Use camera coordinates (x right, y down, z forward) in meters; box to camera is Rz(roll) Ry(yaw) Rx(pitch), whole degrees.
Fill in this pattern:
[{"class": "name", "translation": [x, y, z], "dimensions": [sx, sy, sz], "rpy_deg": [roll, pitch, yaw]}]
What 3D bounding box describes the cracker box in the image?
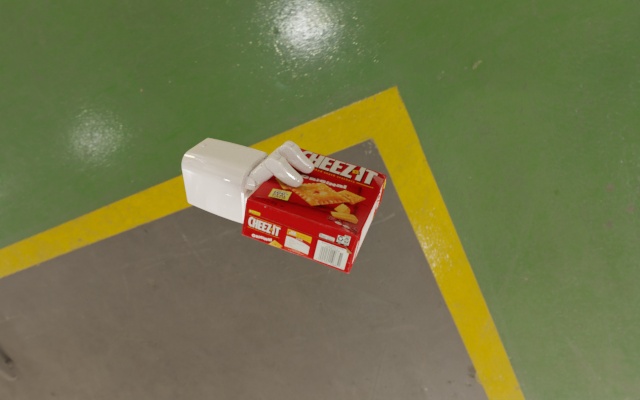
[{"class": "cracker box", "translation": [0.000, 0.003, 0.734], "dimensions": [0.164, 0.072, 0.213], "rpy_deg": [19, 30, 10]}]
